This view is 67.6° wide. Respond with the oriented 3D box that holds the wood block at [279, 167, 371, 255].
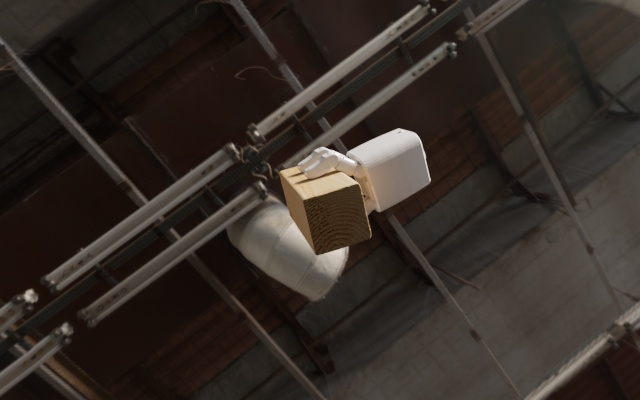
[{"bbox_3d":[0.001,0.003,0.783,0.090,0.091,0.206,-17,18,-9],"label":"wood block"}]
